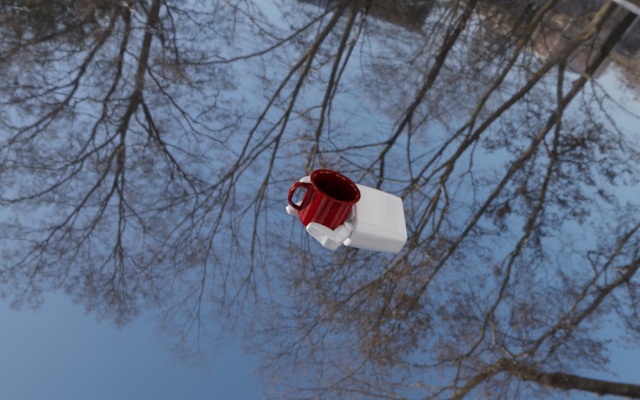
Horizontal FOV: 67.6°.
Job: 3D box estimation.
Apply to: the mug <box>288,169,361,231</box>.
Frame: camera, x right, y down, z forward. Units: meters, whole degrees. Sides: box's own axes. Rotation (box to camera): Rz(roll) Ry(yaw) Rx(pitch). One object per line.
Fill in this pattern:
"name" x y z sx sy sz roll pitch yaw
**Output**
"mug" -0.001 0.003 0.819 0.117 0.081 0.093 14 34 -19
